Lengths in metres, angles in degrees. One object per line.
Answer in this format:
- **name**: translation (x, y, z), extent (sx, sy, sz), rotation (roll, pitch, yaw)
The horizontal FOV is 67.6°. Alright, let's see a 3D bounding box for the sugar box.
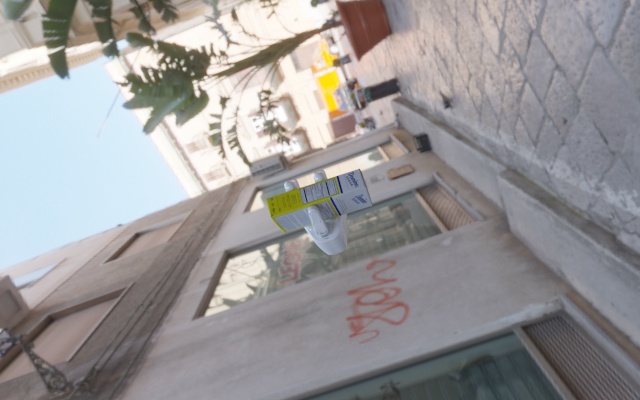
- **sugar box**: translation (0.000, 0.002, 0.863), extent (0.176, 0.048, 0.093), rotation (-20, -25, 5)
